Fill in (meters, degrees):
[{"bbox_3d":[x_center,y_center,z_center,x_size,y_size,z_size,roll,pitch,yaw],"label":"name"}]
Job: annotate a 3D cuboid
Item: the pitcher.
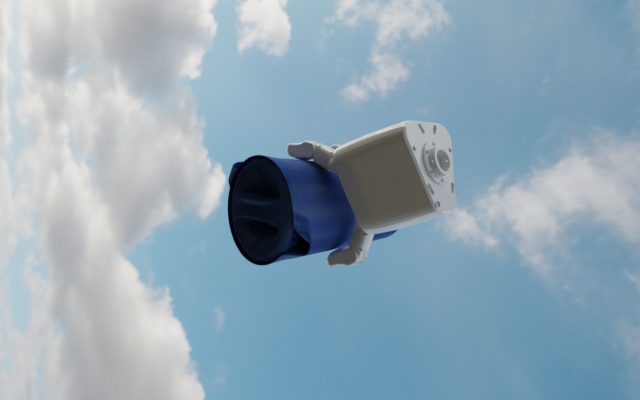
[{"bbox_3d":[0.000,0.002,0.658,0.243,0.149,0.145,-2,-12,-44],"label":"pitcher"}]
